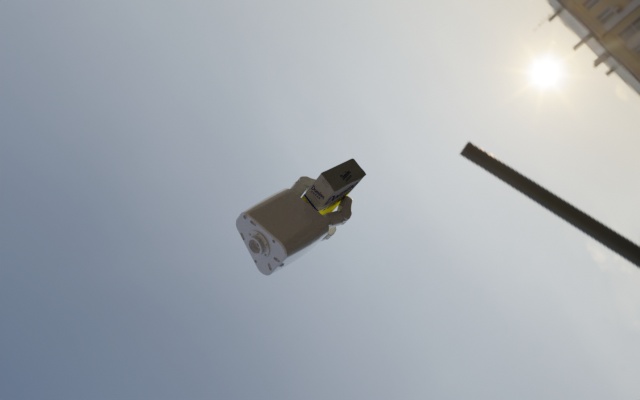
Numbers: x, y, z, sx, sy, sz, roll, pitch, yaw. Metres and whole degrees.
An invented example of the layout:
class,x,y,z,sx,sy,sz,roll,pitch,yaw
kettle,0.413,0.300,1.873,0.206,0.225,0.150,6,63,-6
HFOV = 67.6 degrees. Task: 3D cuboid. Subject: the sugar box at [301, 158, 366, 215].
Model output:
class,x,y,z,sx,sy,sz,roll,pitch,yaw
sugar box,0.000,0.003,0.861,0.093,0.048,0.176,-28,-13,-44
